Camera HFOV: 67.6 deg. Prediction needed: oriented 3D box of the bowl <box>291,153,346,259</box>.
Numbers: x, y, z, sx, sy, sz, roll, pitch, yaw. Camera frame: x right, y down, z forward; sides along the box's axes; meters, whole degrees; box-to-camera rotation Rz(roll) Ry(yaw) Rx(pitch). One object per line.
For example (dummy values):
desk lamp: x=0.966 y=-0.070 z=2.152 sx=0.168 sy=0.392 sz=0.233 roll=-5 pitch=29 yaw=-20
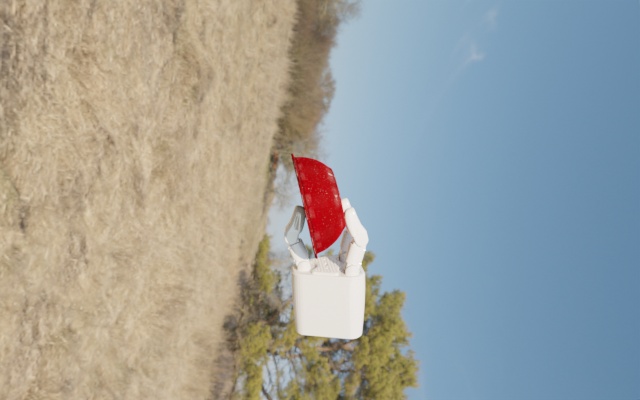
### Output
bowl: x=0.000 y=0.001 z=0.710 sx=0.055 sy=0.162 sz=0.162 roll=-14 pitch=0 yaw=-2
